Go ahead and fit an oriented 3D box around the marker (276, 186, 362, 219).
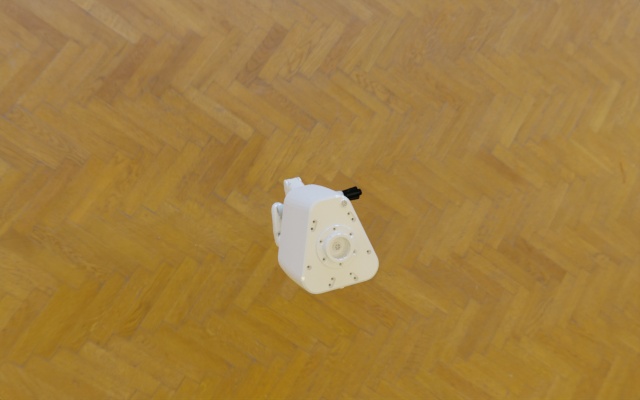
[{"bbox_3d":[0.000,0.002,0.651,0.121,0.020,0.020,-14,4,-15],"label":"marker"}]
